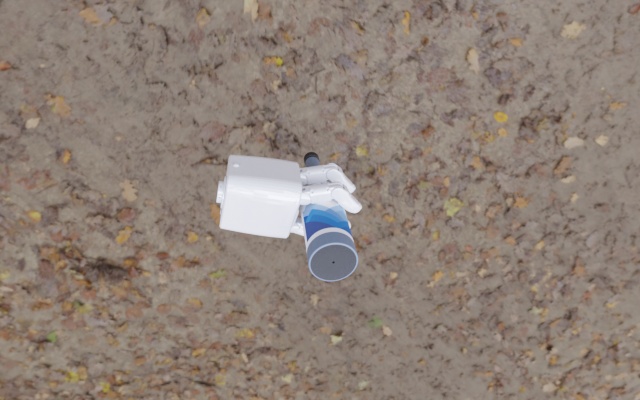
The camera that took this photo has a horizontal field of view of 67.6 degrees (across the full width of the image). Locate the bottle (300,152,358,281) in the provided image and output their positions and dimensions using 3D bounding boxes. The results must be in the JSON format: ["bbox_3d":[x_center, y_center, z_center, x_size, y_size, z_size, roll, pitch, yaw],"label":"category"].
[{"bbox_3d":[0.000,0.003,0.751,0.069,0.069,0.295,0,33,-8],"label":"bottle"}]
